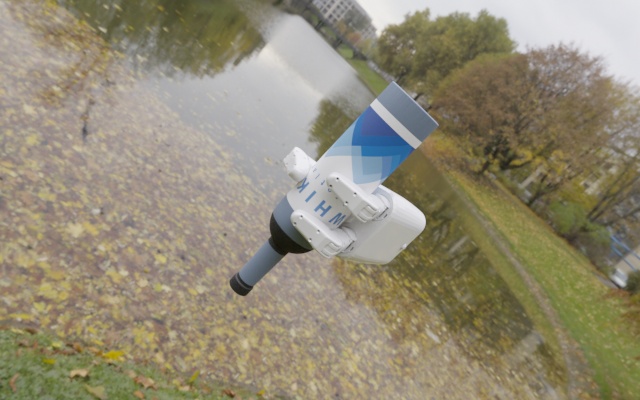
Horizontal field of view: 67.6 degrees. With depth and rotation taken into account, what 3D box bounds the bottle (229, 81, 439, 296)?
[{"bbox_3d":[0.000,0.002,0.532,0.296,0.069,0.069,-46,-15,15],"label":"bottle"}]
